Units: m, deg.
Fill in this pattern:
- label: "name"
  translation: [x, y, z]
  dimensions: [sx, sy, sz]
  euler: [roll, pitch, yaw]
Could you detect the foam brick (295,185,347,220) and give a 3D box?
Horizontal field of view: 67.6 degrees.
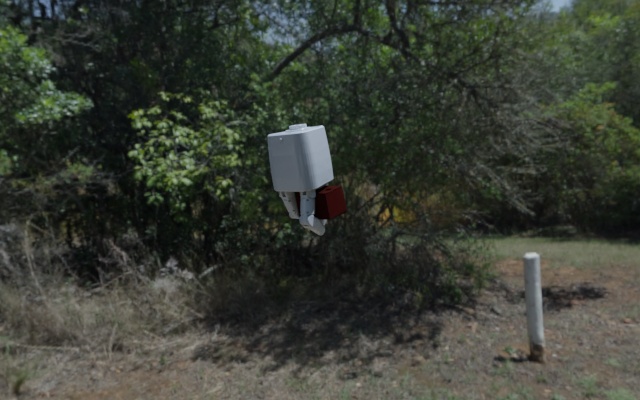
- label: "foam brick"
  translation: [0.000, 0.003, 0.892]
  dimensions: [0.078, 0.051, 0.053]
  euler: [2, 17, 40]
